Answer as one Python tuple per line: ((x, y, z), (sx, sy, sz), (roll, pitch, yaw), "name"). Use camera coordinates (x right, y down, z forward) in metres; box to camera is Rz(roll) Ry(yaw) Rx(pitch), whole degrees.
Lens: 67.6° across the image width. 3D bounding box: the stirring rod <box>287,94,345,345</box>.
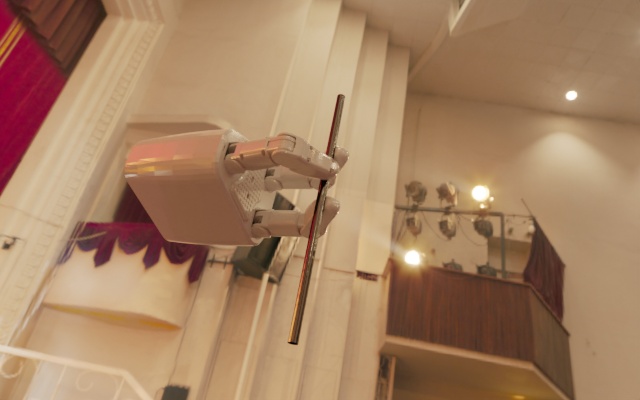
((0.000, 0.001, 0.406), (0.011, 0.239, 0.011), (8, -30, 5), "stirring rod")
